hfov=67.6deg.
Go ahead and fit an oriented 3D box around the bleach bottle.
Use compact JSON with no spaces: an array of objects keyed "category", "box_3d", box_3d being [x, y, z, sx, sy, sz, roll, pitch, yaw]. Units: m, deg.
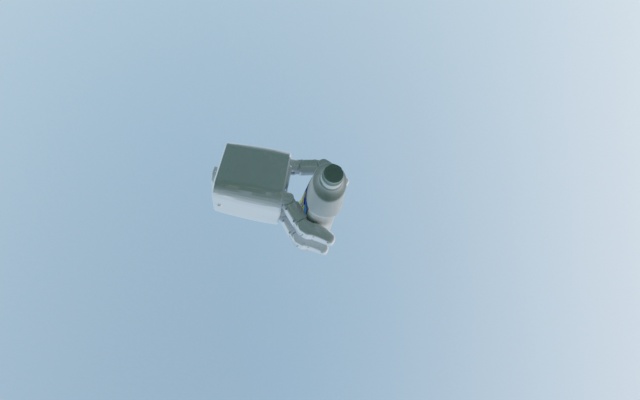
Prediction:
[{"category":"bleach bottle","box_3d":[0.000,0.003,0.760,0.068,0.102,0.251,10,-23,-5]}]
